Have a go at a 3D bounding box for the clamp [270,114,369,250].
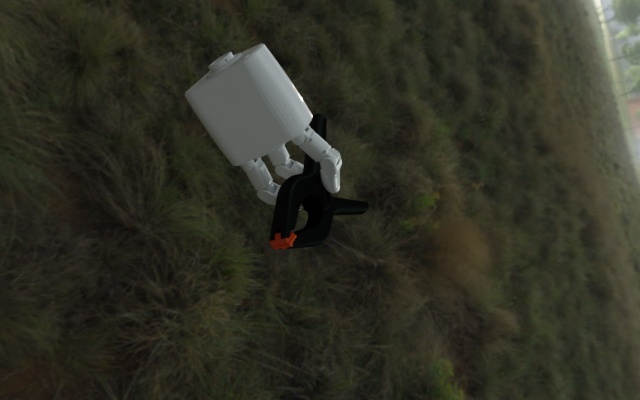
[{"bbox_3d":[0.000,0.002,0.631,0.036,0.165,0.209,-14,32,35],"label":"clamp"}]
